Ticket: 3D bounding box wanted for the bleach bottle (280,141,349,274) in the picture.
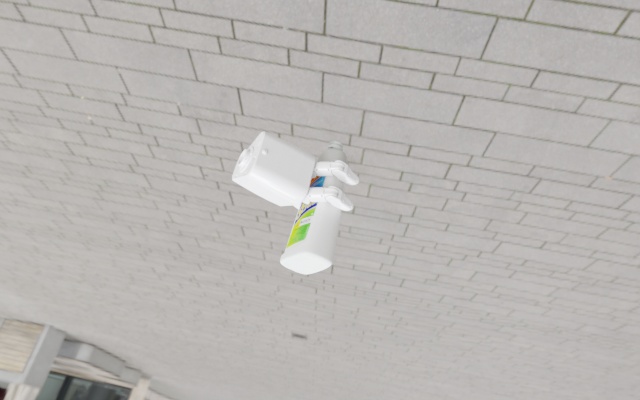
[{"bbox_3d":[0.000,0.003,0.874,0.068,0.250,0.102,28,-32,-25],"label":"bleach bottle"}]
